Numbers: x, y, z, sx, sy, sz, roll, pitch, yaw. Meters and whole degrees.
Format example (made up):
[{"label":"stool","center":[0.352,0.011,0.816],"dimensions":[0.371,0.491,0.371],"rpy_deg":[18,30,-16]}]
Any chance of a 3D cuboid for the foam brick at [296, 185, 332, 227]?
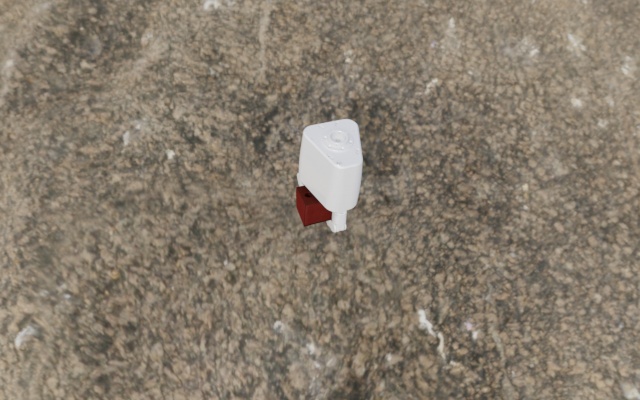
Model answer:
[{"label":"foam brick","center":[0.000,0.003,0.836],"dimensions":[0.078,0.051,0.053],"rpy_deg":[-13,46,-15]}]
